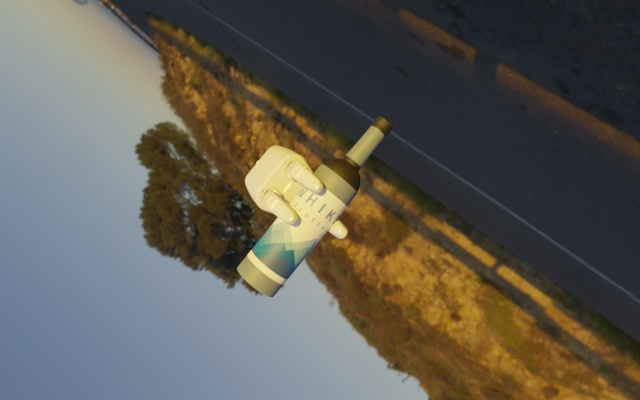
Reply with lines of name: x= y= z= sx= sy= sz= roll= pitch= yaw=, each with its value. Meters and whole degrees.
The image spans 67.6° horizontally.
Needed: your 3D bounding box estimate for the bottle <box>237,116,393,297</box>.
bottle: x=0.000 y=0.002 z=0.678 sx=0.069 sy=0.295 sz=0.069 roll=39 pitch=0 yaw=0
